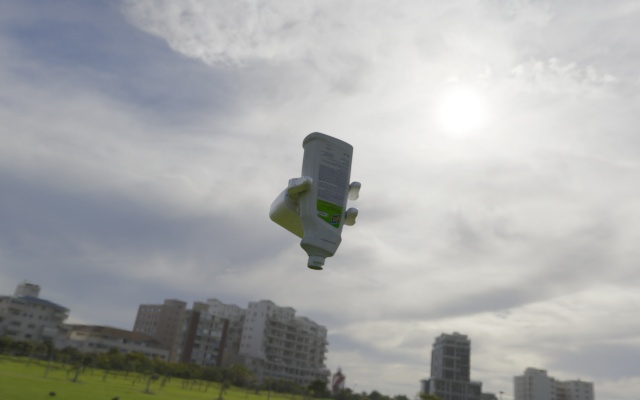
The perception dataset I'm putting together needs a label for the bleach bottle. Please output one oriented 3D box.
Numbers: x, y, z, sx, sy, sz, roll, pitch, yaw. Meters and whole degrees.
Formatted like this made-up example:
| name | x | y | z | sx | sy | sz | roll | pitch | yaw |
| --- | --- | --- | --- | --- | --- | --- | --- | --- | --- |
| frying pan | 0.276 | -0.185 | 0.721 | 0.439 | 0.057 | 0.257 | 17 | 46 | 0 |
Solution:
| name | x | y | z | sx | sy | sz | roll | pitch | yaw |
| --- | --- | --- | --- | --- | --- | --- | --- | --- | --- |
| bleach bottle | 0.000 | 0.003 | 0.894 | 0.102 | 0.250 | 0.068 | 17 | -23 | -21 |
